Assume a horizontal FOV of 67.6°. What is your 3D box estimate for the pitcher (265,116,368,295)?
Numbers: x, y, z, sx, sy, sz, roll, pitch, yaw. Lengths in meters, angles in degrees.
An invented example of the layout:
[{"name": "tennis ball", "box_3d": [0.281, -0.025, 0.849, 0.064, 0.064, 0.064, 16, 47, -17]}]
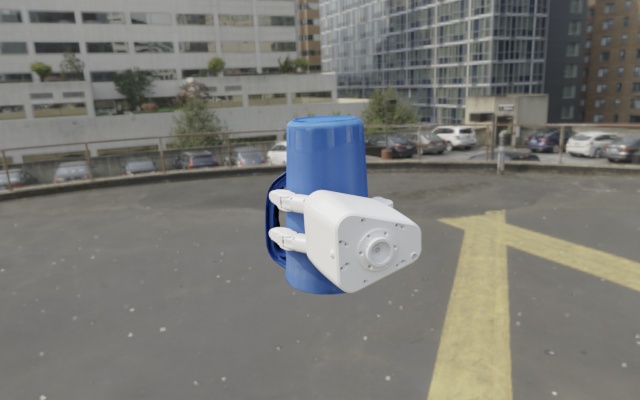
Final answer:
[{"name": "pitcher", "box_3d": [0.000, 0.002, 0.697, 0.149, 0.243, 0.145, -6, 15, -16]}]
